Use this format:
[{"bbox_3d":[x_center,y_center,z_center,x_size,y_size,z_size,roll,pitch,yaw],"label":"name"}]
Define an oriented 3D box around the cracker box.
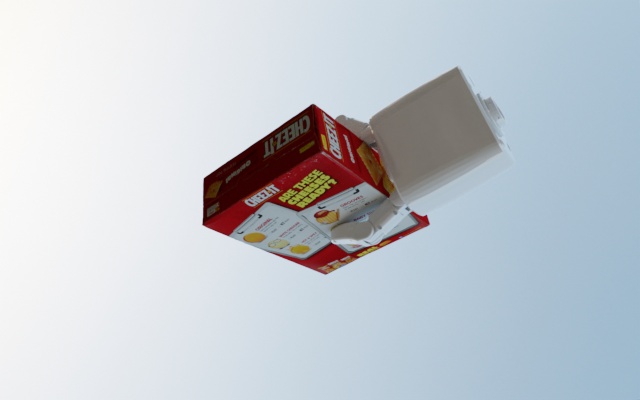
[{"bbox_3d":[0.000,0.002,0.547,0.164,0.072,0.214,-29,-38,27],"label":"cracker box"}]
